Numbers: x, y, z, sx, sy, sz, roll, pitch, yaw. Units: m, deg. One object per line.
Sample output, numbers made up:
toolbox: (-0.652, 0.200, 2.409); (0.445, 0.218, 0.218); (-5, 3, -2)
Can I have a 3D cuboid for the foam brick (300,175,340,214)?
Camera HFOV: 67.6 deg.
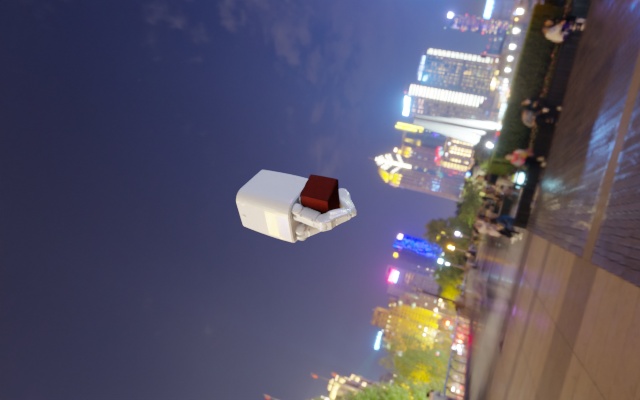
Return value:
foam brick: (0.000, 0.002, 0.819); (0.051, 0.053, 0.078); (14, -40, 17)
